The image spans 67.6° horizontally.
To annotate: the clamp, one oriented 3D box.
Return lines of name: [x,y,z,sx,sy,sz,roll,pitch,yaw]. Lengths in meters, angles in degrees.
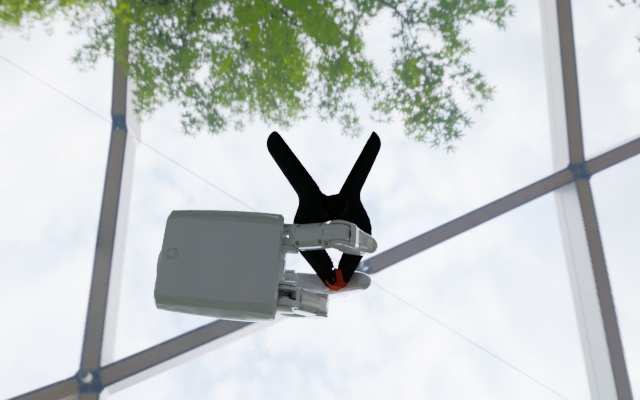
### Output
clamp: [0.000,0.002,0.479,0.120,0.171,0.039,5,-21,-2]
